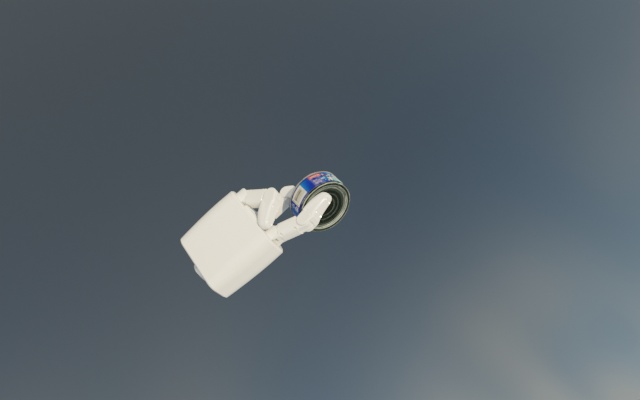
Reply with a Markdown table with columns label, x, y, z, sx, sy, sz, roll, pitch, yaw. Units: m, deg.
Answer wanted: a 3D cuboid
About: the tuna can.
| label | x | y | z | sx | sy | sz | roll | pitch | yaw |
| --- | --- | --- | --- | --- | --- | --- | --- | --- | --- |
| tuna can | 0.000 | 0.003 | 0.700 | 0.086 | 0.086 | 0.033 | 0 | 29 | -35 |
